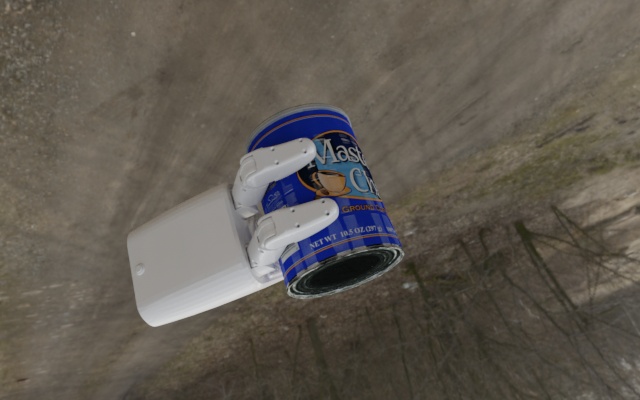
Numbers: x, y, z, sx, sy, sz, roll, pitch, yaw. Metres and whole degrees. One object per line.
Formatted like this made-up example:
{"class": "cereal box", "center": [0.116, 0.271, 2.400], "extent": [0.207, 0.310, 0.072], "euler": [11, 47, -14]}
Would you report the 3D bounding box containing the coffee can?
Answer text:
{"class": "coffee can", "center": [0.000, 0.001, 0.422], "extent": [0.103, 0.140, 0.103], "euler": [-16, -24, -8]}
